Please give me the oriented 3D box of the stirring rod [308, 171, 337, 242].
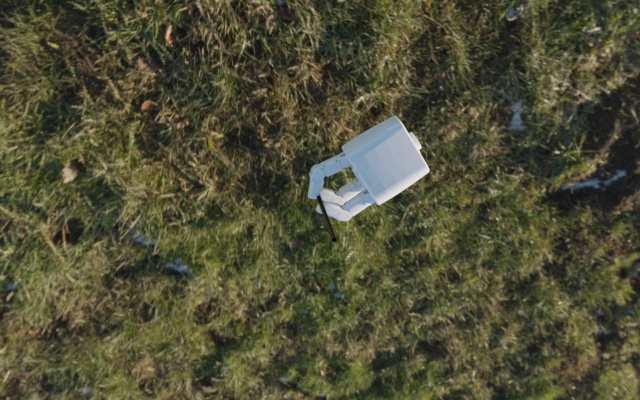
[{"bbox_3d":[0.000,0.003,0.806,0.011,0.011,0.239,0,28,-11],"label":"stirring rod"}]
